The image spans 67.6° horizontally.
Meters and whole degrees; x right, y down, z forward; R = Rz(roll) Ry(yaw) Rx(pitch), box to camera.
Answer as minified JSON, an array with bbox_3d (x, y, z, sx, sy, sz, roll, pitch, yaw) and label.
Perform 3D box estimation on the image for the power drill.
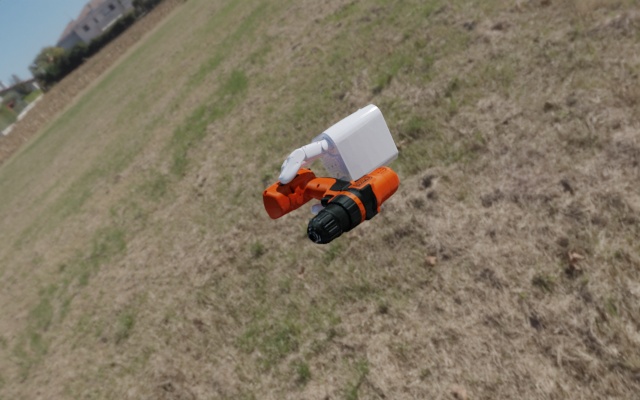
[{"bbox_3d":[0.000,0.002,0.720,0.187,0.057,0.184,7,30,43],"label":"power drill"}]
